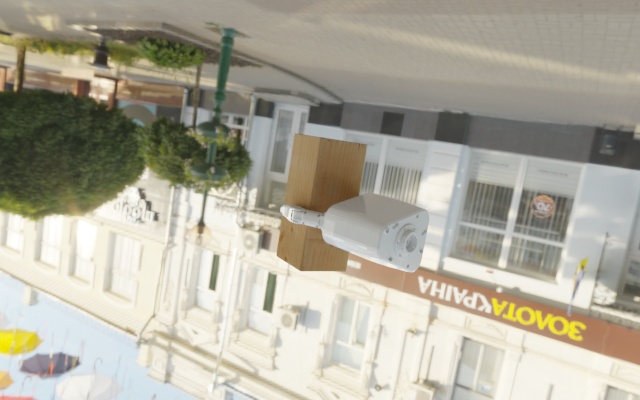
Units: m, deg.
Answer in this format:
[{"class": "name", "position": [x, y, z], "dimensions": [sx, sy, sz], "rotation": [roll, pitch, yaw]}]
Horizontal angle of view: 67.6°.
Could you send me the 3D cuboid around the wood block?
[{"class": "wood block", "position": [0.000, 0.003, 0.771], "dimensions": [0.091, 0.206, 0.090], "rotation": [5, 8, -32]}]
